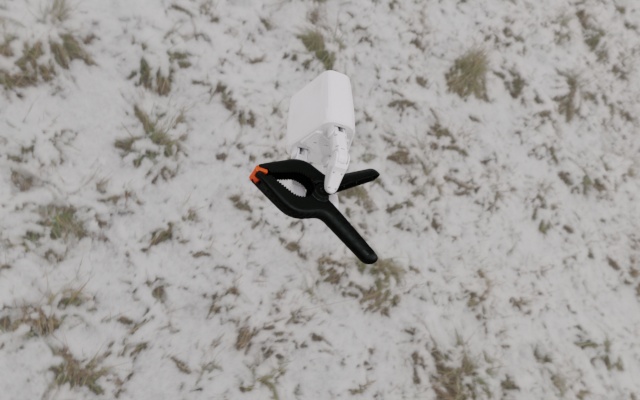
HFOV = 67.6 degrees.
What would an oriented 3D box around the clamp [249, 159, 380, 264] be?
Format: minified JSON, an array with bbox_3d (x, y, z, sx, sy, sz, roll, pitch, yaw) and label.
[{"bbox_3d":[0.000,0.002,0.686,0.210,0.164,0.036,14,-35,-23],"label":"clamp"}]
